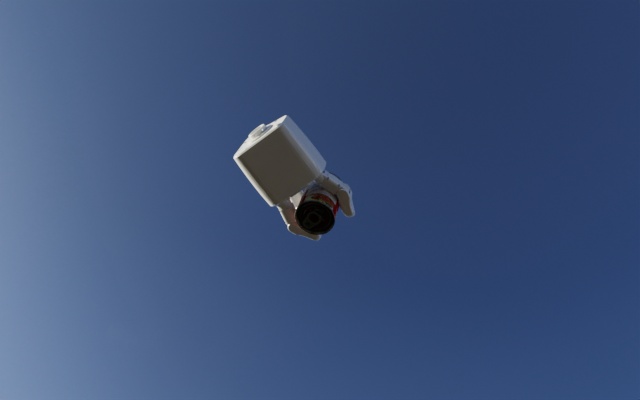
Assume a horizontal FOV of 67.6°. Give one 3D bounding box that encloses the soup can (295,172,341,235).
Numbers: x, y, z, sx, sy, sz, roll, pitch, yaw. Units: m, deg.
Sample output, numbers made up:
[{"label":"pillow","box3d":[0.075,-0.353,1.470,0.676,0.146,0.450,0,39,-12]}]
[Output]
[{"label":"soup can","box3d":[0.001,0.003,0.825,0.068,0.068,0.102,0,32,13]}]
